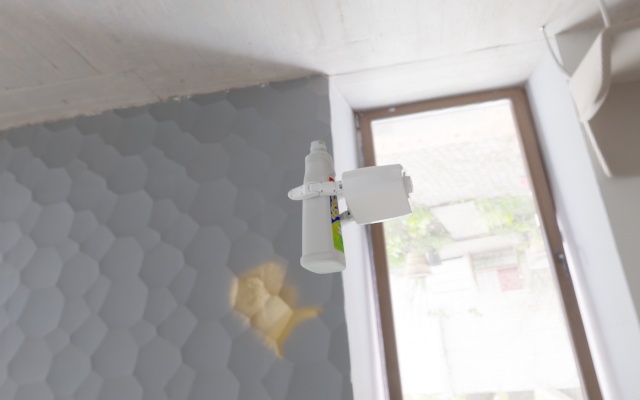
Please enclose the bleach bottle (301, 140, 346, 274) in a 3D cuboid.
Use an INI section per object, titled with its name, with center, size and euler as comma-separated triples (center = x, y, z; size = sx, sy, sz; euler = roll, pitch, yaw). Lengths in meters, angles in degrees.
[bleach bottle]
center = 0.000, 0.003, 0.887
size = 0.068, 0.250, 0.103
euler = -10, -21, 17
